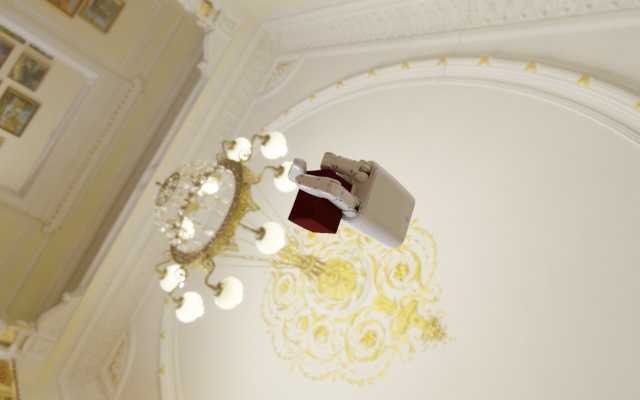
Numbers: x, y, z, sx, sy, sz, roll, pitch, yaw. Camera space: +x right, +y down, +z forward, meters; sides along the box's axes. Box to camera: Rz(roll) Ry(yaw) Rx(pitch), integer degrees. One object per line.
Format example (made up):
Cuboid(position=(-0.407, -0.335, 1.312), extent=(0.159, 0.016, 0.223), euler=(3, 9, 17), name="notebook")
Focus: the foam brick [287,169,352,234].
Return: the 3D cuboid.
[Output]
Cuboid(position=(0.000, 0.002, 0.661), extent=(0.053, 0.078, 0.051), euler=(-1, -27, 47), name="foam brick")
